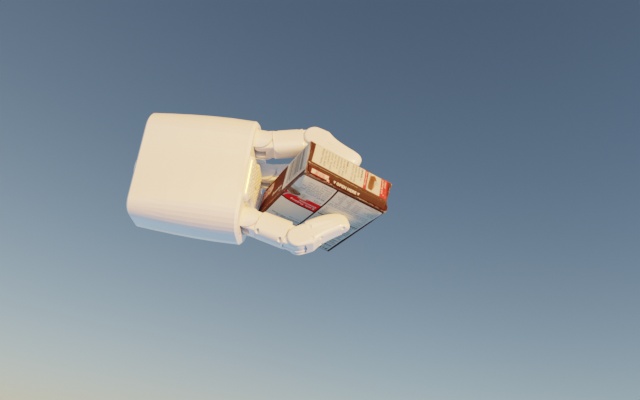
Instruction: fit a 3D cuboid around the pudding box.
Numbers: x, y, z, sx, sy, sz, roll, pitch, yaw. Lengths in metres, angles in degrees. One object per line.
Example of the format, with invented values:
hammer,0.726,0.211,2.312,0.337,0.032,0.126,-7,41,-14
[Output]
pudding box,0.000,0.002,0.468,0.090,0.039,0.113,25,-34,-18
